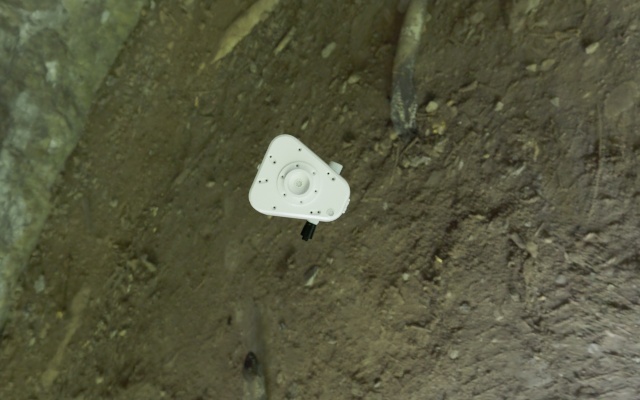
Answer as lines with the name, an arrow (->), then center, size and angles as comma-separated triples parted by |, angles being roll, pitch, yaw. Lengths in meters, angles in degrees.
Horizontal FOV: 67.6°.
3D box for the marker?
marker -> 0.000, 0.002, 0.691 | 0.020, 0.121, 0.020 | 23, 0, 0
